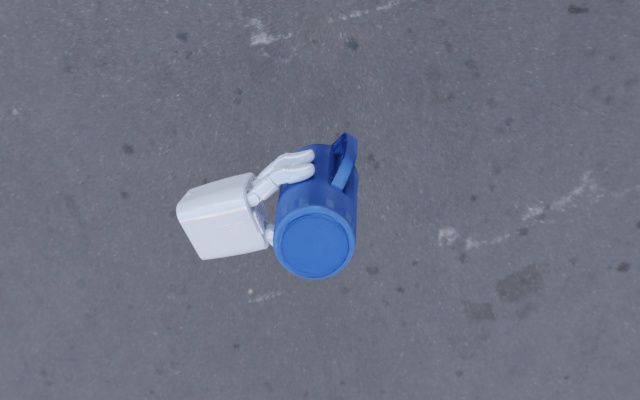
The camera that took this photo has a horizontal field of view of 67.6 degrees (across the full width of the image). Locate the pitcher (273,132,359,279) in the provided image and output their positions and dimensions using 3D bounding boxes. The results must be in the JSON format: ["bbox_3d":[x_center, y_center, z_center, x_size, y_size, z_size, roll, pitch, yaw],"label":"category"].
[{"bbox_3d":[0.000,0.002,0.713,0.145,0.149,0.242,-12,22,7],"label":"pitcher"}]
